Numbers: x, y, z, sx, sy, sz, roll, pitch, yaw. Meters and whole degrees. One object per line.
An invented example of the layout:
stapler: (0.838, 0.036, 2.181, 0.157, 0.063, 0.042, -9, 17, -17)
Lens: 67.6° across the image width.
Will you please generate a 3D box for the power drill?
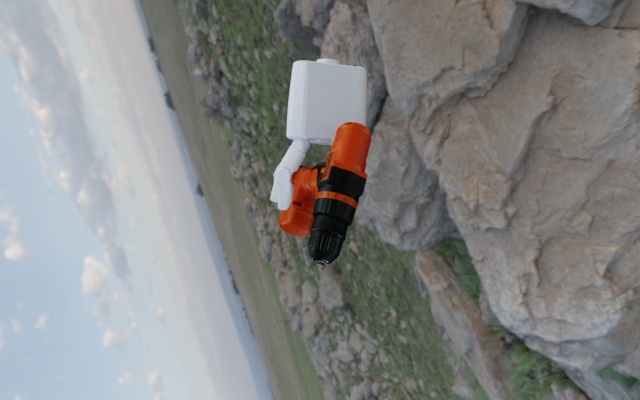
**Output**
power drill: (0.000, 0.002, 0.650, 0.057, 0.184, 0.188, 22, -17, -17)
